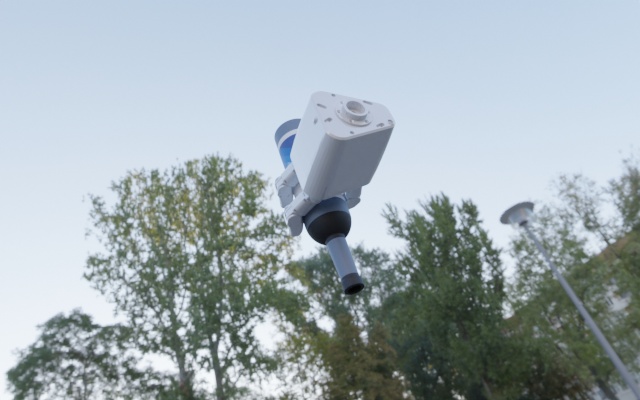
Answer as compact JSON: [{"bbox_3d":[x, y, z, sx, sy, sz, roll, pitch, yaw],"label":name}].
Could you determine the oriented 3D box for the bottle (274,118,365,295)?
[{"bbox_3d":[0.000,0.002,0.692,0.069,0.295,0.069,-14,-37,-10],"label":"bottle"}]
